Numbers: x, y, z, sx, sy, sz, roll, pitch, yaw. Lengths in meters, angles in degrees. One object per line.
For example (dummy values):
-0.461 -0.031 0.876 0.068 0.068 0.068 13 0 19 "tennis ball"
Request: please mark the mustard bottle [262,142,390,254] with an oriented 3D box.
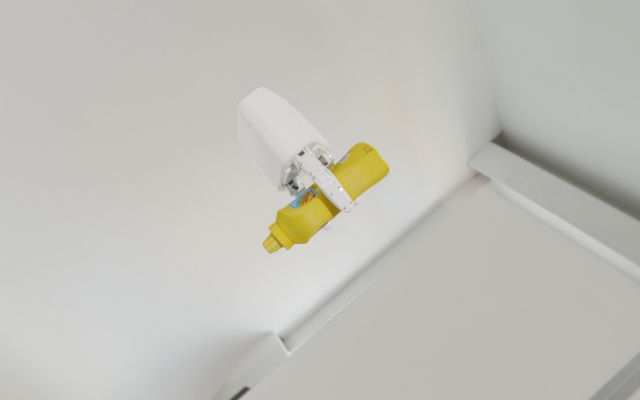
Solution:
0.001 0.002 0.638 0.191 0.058 0.096 -40 12 -4 "mustard bottle"
